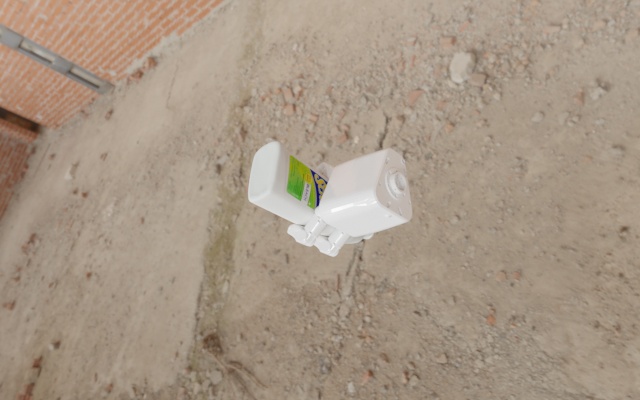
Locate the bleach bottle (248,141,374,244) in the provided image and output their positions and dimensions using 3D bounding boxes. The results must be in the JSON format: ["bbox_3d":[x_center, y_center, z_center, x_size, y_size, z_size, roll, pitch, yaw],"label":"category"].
[{"bbox_3d":[0.000,0.003,0.791,0.068,0.102,0.251,-20,-36,41],"label":"bleach bottle"}]
